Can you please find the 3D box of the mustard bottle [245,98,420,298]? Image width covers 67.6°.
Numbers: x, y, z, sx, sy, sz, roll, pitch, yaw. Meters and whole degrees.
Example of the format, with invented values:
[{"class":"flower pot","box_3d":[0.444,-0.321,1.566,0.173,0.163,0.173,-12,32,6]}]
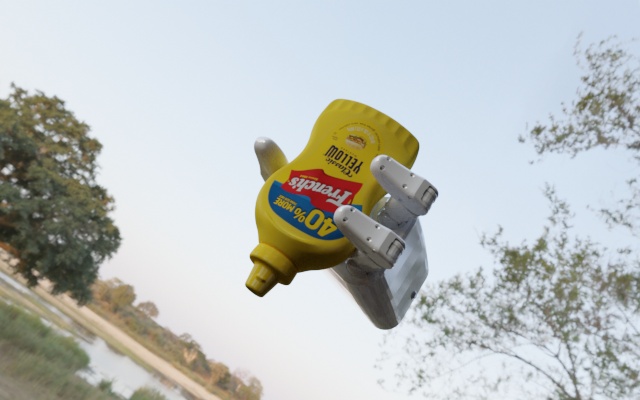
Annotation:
[{"class":"mustard bottle","box_3d":[0.000,0.001,0.411,0.096,0.191,0.058,32,-23,12]}]
